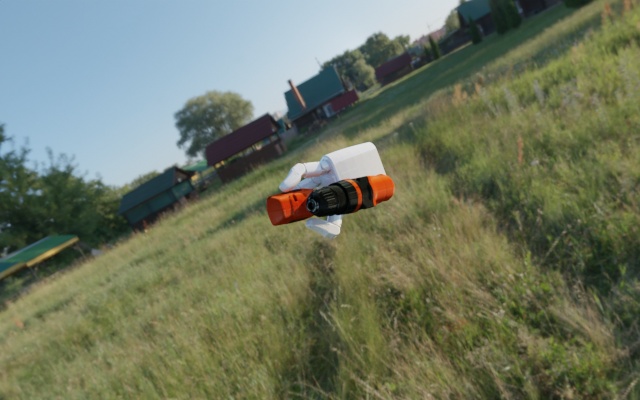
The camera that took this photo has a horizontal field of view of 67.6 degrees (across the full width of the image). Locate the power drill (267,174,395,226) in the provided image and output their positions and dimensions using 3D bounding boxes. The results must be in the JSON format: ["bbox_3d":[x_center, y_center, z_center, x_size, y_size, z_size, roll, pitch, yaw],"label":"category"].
[{"bbox_3d":[0.000,0.002,0.768,0.187,0.057,0.184,-9,1,44],"label":"power drill"}]
